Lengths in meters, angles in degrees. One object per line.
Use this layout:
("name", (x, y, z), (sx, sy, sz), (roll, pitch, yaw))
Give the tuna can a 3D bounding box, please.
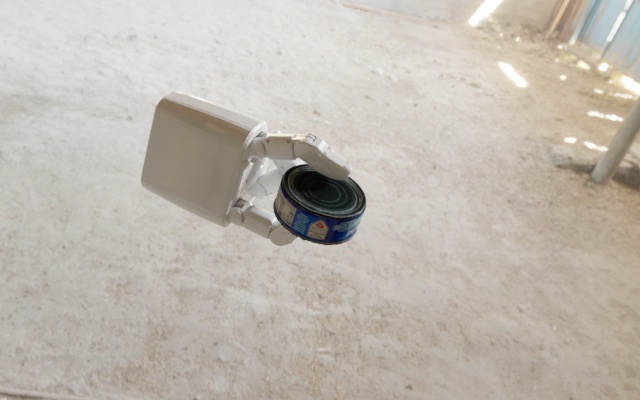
("tuna can", (0.000, 0.001, 0.457), (0.086, 0.034, 0.086), (14, 35, -10))
